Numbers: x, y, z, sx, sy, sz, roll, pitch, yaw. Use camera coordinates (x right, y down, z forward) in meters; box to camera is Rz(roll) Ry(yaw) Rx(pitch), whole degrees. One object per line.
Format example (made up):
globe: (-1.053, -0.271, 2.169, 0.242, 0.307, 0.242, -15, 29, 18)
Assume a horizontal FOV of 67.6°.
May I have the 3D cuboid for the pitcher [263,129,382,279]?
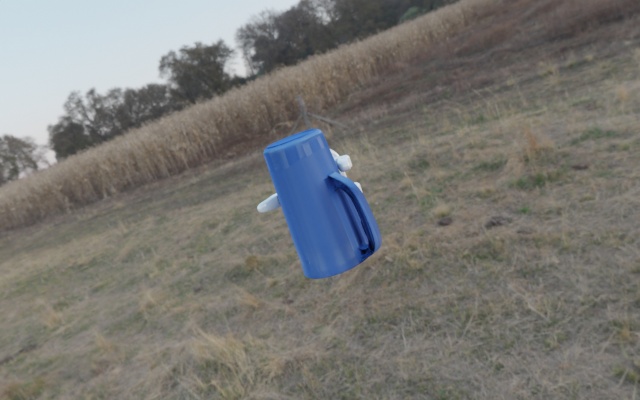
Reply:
pitcher: (0.000, 0.003, 0.831, 0.149, 0.243, 0.145, -21, 13, 1)
